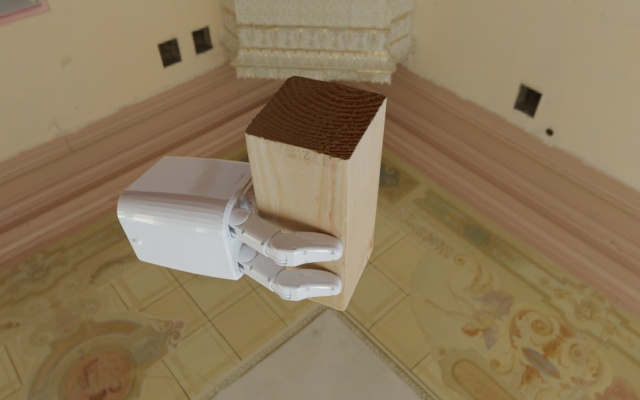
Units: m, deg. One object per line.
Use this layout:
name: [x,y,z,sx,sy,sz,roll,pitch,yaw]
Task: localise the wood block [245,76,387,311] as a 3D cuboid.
wood block: [0.000,0.001,0.452,0.090,0.206,0.090,16,49,16]
